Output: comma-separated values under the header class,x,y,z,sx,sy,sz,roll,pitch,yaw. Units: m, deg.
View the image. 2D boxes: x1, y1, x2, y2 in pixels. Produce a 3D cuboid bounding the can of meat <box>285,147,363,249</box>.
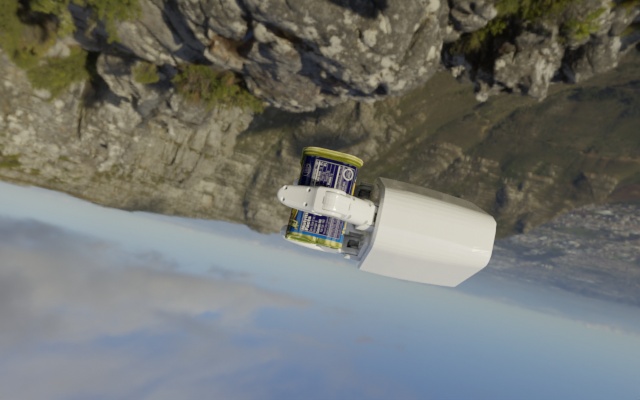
class,x,y,z,sx,sy,sz,roll,pitch,yaw
can of meat,0.000,0.002,0.468,0.057,0.084,0.102,13,-6,-3
